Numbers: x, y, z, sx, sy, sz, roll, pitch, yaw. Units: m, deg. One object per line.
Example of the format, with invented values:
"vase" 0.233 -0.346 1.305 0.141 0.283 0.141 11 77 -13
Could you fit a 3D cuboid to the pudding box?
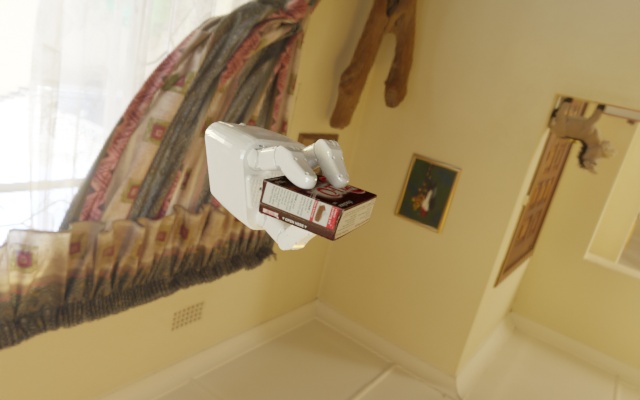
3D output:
"pudding box" 0.000 0.002 0.507 0.090 0.039 0.113 19 17 19
